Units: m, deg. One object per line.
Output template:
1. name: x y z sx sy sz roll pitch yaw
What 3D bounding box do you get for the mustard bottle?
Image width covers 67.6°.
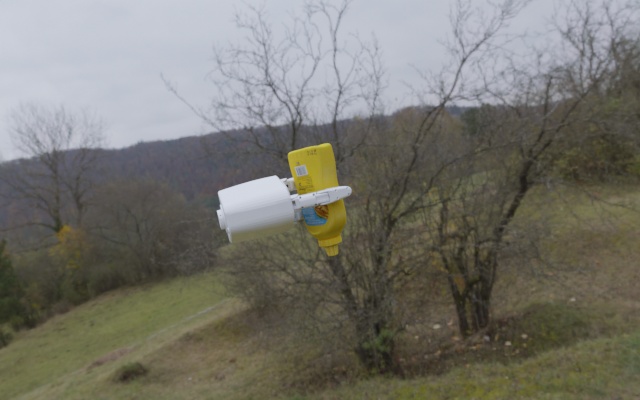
1. mustard bottle: 0.000 0.002 0.823 0.058 0.191 0.096 -17 6 -37
